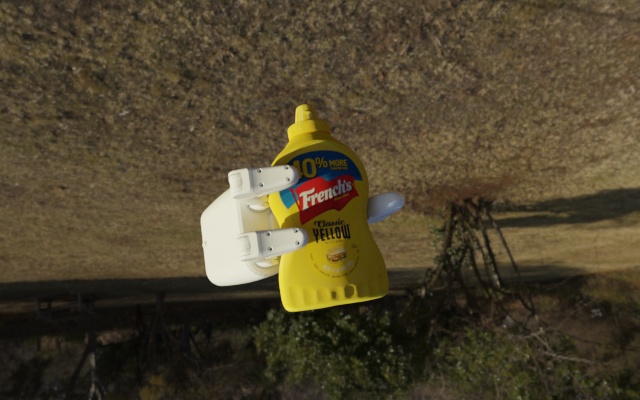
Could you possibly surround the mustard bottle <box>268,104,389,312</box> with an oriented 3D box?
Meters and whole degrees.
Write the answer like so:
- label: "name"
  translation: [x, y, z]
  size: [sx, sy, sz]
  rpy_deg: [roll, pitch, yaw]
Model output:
- label: "mustard bottle"
  translation: [0.000, 0.002, 0.447]
  size: [0.096, 0.191, 0.058]
  rpy_deg: [-7, -12, -12]
